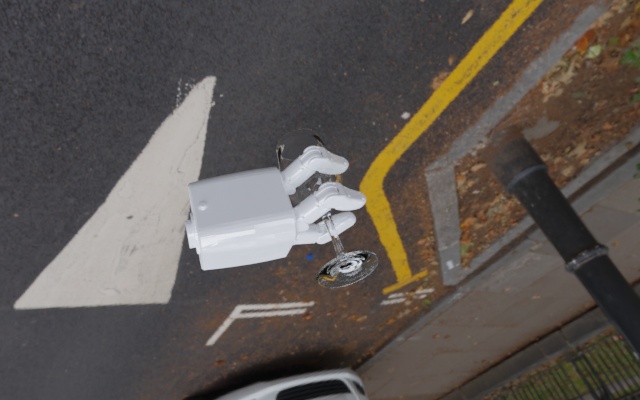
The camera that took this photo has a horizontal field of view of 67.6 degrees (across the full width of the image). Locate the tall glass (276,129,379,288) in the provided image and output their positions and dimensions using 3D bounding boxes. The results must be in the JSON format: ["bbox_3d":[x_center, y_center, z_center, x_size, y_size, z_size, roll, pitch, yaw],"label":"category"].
[{"bbox_3d":[0.000,0.002,0.589,0.079,0.201,0.079,-14,-35,-10],"label":"tall glass"}]
